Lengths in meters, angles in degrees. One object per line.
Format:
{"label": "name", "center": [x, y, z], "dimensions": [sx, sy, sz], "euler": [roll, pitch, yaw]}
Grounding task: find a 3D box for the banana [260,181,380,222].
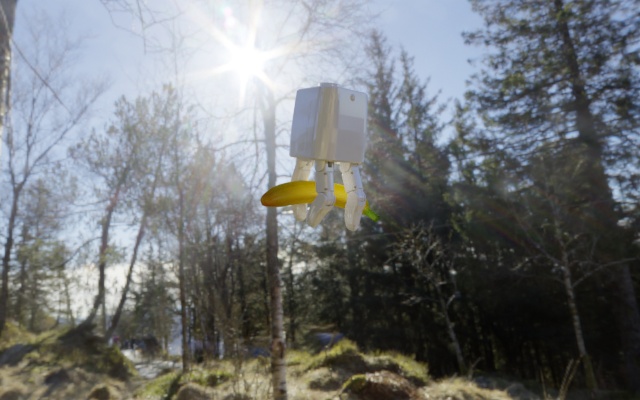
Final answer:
{"label": "banana", "center": [-0.003, -0.006, 0.741], "dimensions": [0.198, 0.037, 0.069], "euler": [7, 24, -23]}
